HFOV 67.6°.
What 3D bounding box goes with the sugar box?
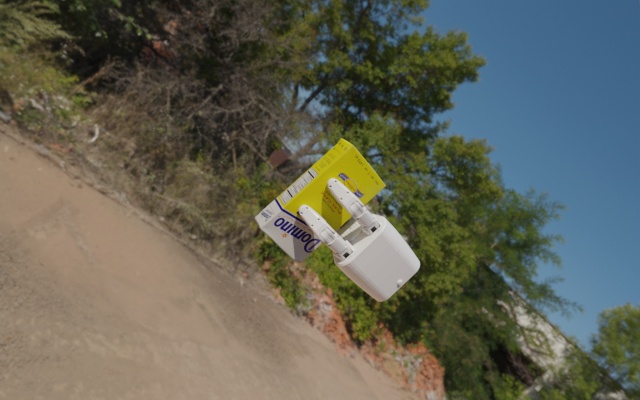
[{"bbox_3d":[0.000,0.003,0.700,0.093,0.176,0.048,46,0,-31],"label":"sugar box"}]
